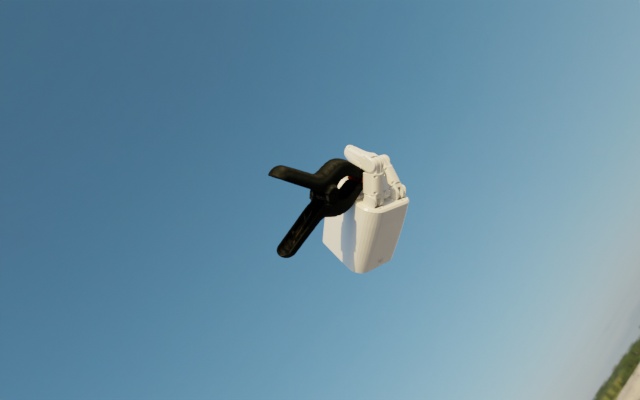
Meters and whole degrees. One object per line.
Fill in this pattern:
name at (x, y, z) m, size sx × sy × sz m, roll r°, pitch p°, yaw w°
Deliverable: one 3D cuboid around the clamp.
clamp at (0.000, 0.002, 0.620) m, size 0.171 × 0.120 × 0.039 m, roll -15°, pitch 32°, yaw -42°
